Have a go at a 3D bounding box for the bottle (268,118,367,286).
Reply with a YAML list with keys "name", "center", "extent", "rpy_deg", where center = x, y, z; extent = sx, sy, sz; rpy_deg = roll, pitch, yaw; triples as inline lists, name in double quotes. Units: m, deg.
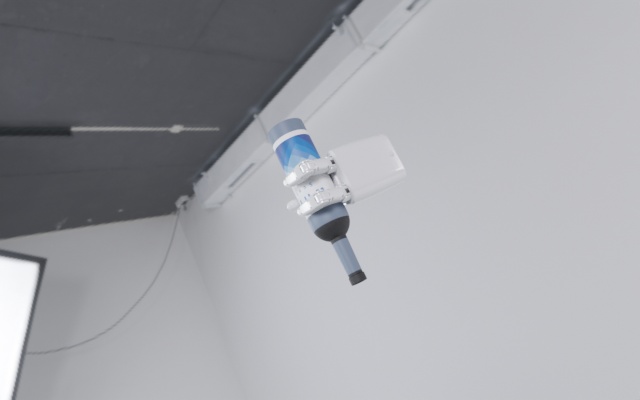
- name: "bottle"
  center: [0.000, 0.002, 0.798]
  extent: [0.069, 0.295, 0.069]
  rpy_deg: [-24, -15, -7]
